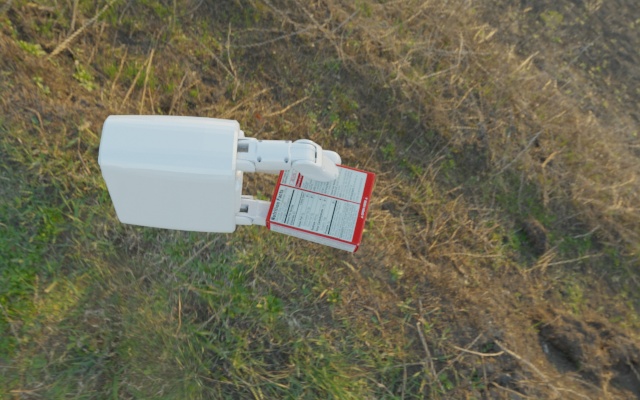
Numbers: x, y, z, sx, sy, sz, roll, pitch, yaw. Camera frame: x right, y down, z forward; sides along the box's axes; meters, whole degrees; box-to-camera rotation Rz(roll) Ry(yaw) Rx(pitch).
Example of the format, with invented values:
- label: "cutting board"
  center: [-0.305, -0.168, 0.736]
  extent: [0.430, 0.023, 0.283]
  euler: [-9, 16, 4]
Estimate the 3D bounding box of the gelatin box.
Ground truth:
- label: "gelatin box"
  center: [0.000, 0.001, 0.447]
  extent: [0.089, 0.073, 0.030]
  euler: [14, -20, 1]
